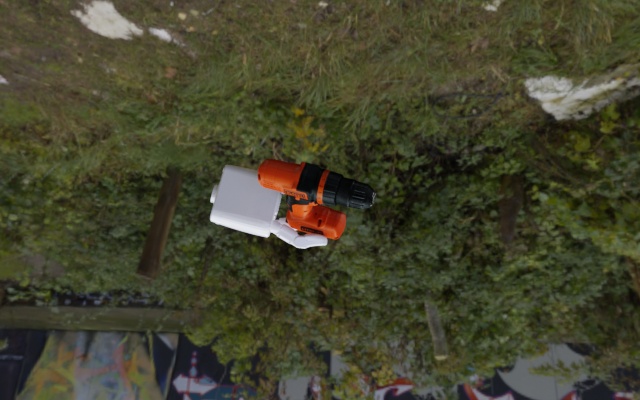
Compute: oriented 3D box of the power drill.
[{"bbox_3d":[0.000,0.003,0.785,0.184,0.057,0.188,16,-23,13],"label":"power drill"}]
